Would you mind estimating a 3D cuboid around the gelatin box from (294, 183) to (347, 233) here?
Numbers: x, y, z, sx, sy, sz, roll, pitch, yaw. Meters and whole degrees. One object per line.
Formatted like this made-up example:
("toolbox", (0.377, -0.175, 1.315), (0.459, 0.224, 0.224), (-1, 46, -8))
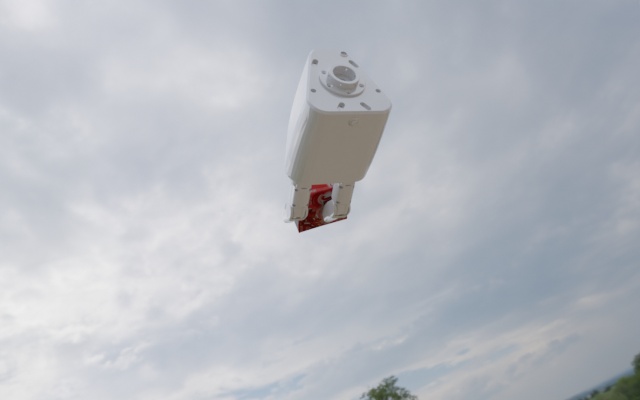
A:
("gelatin box", (0.000, 0.002, 0.638), (0.073, 0.030, 0.089), (-16, -32, -11))
